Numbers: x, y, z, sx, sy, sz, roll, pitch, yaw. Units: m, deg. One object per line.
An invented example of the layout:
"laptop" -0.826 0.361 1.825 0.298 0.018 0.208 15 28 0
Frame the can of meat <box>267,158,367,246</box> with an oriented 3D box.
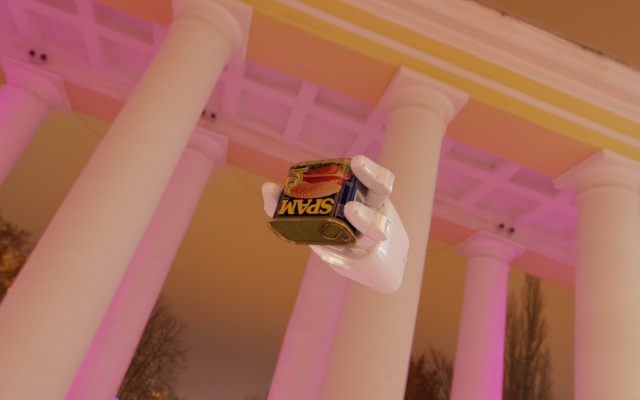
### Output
"can of meat" 0.000 0.001 0.547 0.102 0.084 0.057 -2 -33 31
